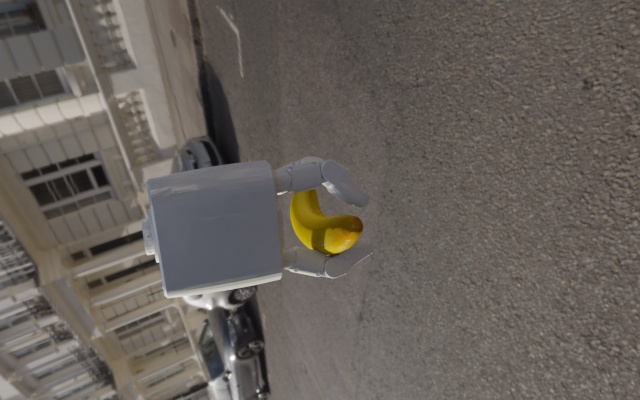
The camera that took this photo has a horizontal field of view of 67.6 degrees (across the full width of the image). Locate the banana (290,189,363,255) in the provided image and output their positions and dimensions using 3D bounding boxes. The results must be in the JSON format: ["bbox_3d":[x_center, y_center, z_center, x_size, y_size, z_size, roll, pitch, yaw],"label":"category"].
[{"bbox_3d":[-0.003,0.018,0.506,0.037,0.070,0.197,2,18,-17],"label":"banana"}]
